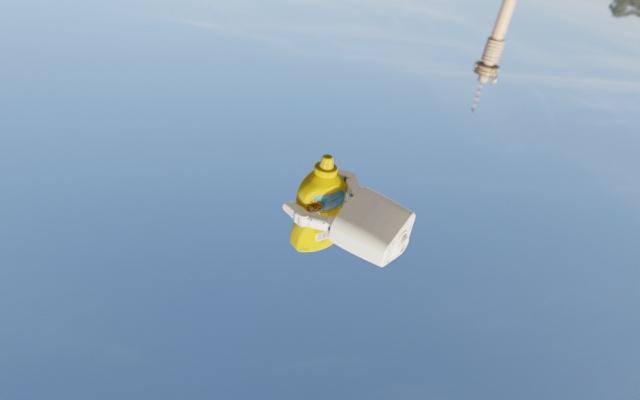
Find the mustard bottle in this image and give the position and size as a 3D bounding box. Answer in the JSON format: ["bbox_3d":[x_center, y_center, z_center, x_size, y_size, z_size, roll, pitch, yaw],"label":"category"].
[{"bbox_3d":[0.000,0.003,0.869,0.096,0.192,0.058,-13,41,-29],"label":"mustard bottle"}]
